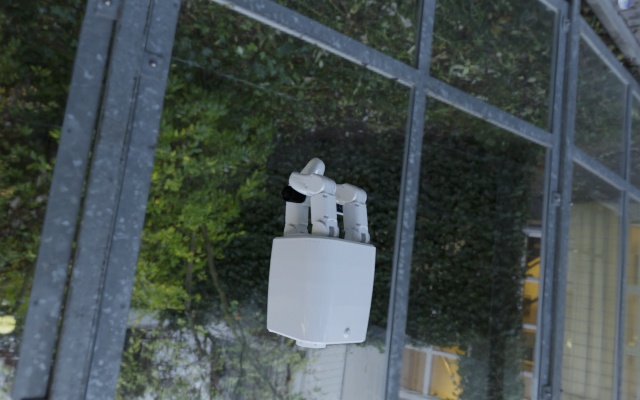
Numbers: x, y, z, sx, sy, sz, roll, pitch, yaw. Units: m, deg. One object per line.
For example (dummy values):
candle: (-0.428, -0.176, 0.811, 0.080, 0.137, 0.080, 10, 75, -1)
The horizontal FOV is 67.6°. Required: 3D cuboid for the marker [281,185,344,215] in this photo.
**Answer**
marker: (0.000, 0.002, 0.573, 0.020, 0.020, 0.121, 0, -10, 43)
